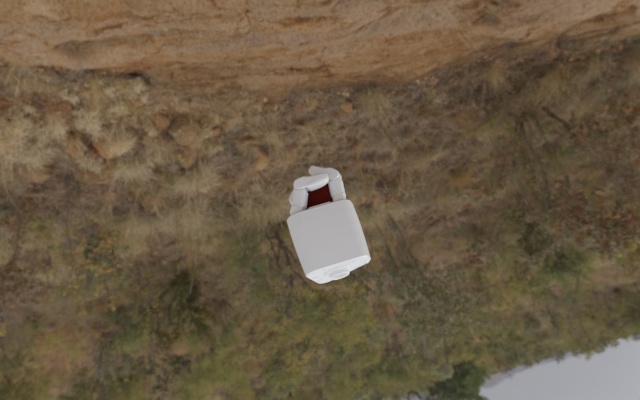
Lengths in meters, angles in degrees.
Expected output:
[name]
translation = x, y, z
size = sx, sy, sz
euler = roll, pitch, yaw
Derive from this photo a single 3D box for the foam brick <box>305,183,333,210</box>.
[foam brick]
translation = 0.000, 0.003, 0.854
size = 0.053, 0.051, 0.078
euler = -24, -24, 9
